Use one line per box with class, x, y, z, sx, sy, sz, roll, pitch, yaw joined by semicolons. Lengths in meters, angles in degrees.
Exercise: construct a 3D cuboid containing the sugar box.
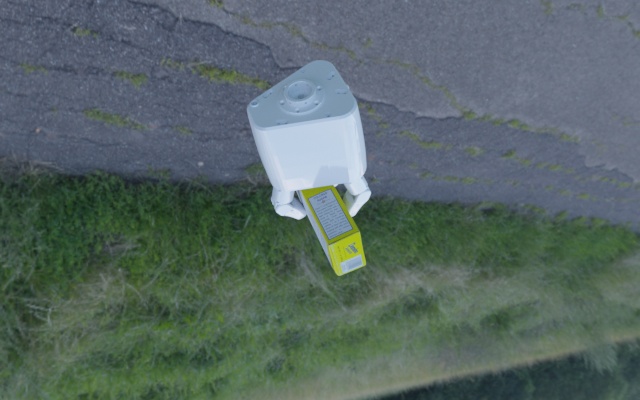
sugar box;0.001;0.002;0.619;0.048;0.176;0.093;-22;-33;-5
